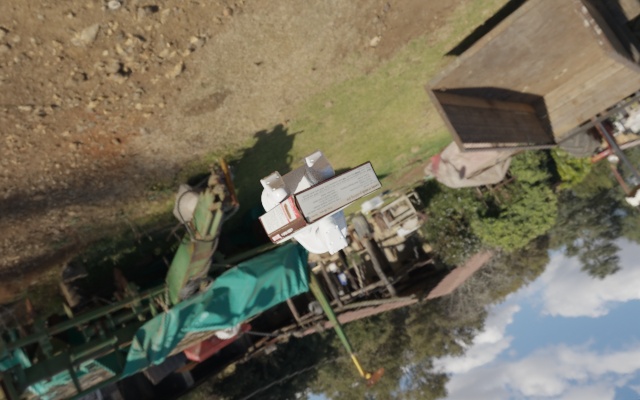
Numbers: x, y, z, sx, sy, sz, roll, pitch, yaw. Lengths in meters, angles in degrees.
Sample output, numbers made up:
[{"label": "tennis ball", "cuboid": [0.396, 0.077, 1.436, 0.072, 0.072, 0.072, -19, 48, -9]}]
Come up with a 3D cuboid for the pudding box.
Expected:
[{"label": "pudding box", "cuboid": [0.000, 0.002, 0.532, 0.113, 0.039, 0.090, -28, -3, -34]}]
